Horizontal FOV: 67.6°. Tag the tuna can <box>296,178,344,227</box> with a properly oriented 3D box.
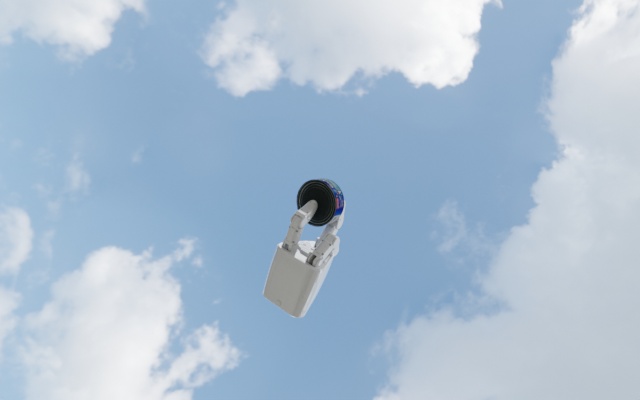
[{"bbox_3d":[0.000,0.003,0.868,0.086,0.086,0.034,0,7,34],"label":"tuna can"}]
